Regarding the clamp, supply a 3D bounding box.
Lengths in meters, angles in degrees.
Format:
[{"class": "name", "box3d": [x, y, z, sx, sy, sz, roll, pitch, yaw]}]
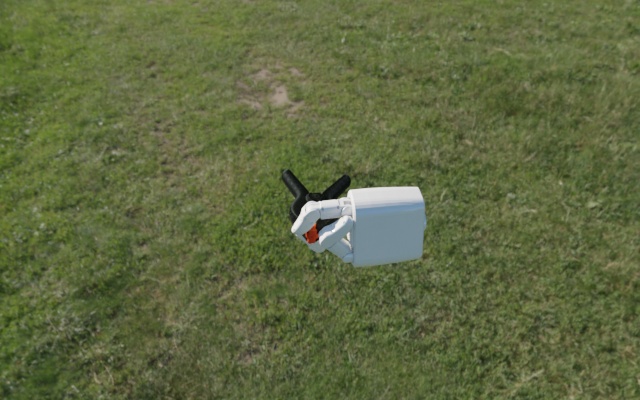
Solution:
[{"class": "clamp", "box3d": [0.000, 0.002, 0.784, 0.120, 0.039, 0.171, -5, 42, -4]}]
